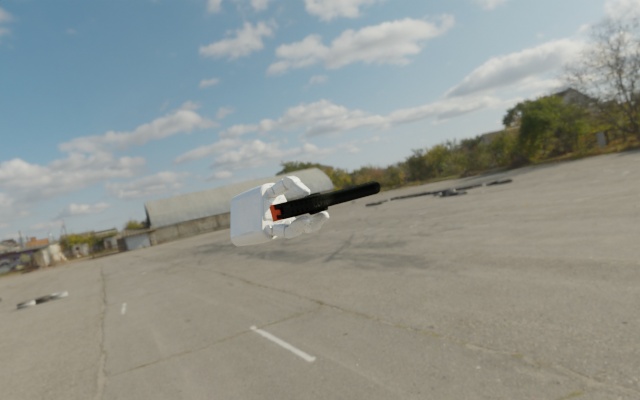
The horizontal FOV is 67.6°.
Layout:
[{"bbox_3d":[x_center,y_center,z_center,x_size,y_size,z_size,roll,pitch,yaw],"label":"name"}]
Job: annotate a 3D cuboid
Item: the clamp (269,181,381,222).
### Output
[{"bbox_3d":[-0.001,0.002,0.875,0.164,0.036,0.210,-20,-6,40],"label":"clamp"}]
